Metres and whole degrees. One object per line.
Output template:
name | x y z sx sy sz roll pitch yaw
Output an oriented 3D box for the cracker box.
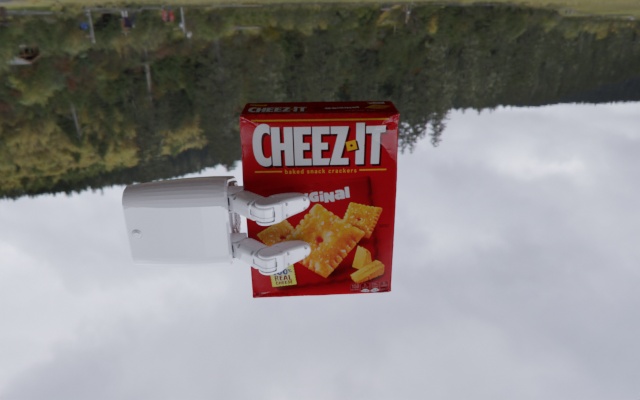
cracker box | 0.000 0.002 0.535 0.164 0.214 0.072 -1 22 -1
